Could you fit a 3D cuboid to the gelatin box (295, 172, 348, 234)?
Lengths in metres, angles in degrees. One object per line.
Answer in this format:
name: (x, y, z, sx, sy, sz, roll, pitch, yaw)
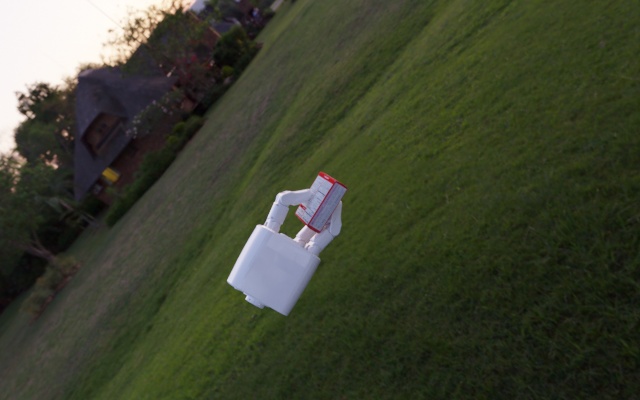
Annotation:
gelatin box: (0.000, 0.002, 0.791, 0.030, 0.089, 0.073, 30, 3, -24)
